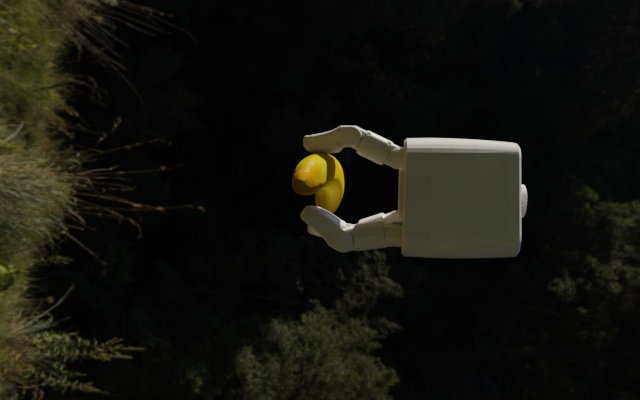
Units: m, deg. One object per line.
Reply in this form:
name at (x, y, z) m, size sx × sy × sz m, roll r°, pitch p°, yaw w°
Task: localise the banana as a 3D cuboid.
banana at (0.003, -0.015, 0.516) m, size 0.037 × 0.069 × 0.198 m, roll 6°, pitch -14°, yaw 9°
